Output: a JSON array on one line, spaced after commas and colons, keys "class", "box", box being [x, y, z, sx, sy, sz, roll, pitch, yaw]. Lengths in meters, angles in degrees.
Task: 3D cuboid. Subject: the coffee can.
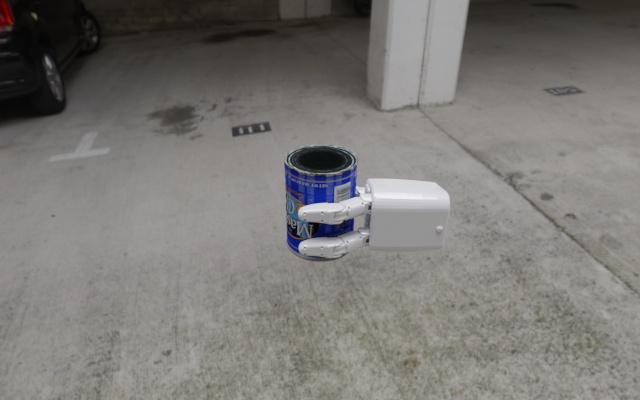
[{"class": "coffee can", "box": [0.000, 0.002, 0.693, 0.103, 0.140, 0.102, 1, 29, 0]}]
